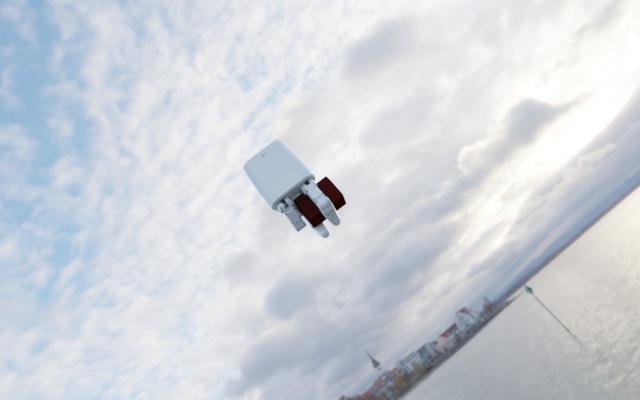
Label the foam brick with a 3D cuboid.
[{"bbox_3d":[0.000,0.003,0.881,0.078,0.051,0.053,-38,-22,-7],"label":"foam brick"}]
